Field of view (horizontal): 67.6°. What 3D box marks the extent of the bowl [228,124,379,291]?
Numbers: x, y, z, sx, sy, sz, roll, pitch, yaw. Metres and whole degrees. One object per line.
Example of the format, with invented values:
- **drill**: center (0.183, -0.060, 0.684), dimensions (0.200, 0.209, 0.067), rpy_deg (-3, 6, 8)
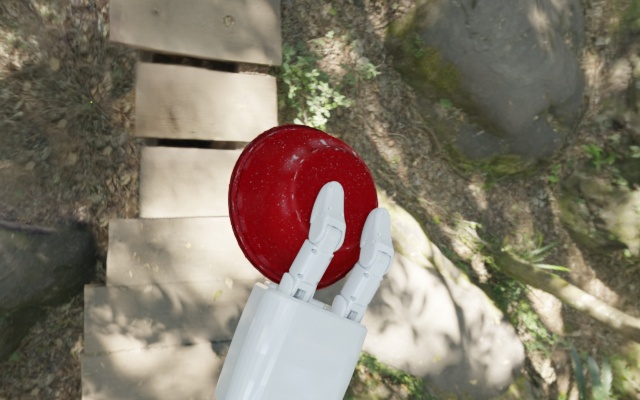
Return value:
- **bowl**: center (0.000, 0.000, 0.438), dimensions (0.162, 0.162, 0.055), rpy_deg (0, -9, -34)
